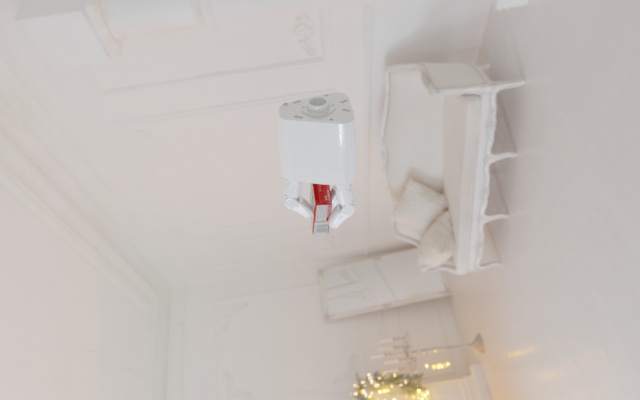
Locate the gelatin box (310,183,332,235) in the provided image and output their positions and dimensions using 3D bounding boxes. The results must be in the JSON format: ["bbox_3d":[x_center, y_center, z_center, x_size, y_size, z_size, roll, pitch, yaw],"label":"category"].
[{"bbox_3d":[0.000,0.003,0.794,0.030,0.073,0.089,-2,-38,-6],"label":"gelatin box"}]
